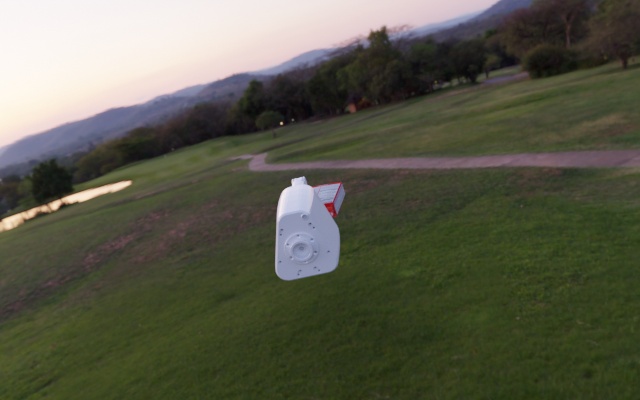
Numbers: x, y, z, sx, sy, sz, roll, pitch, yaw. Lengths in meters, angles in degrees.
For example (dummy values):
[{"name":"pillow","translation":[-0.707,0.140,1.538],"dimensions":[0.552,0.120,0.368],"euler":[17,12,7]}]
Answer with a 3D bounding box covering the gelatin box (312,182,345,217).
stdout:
[{"name":"gelatin box","translation":[0.000,0.002,0.855],"dimensions":[0.073,0.030,0.089],"euler":[-10,25,18]}]
